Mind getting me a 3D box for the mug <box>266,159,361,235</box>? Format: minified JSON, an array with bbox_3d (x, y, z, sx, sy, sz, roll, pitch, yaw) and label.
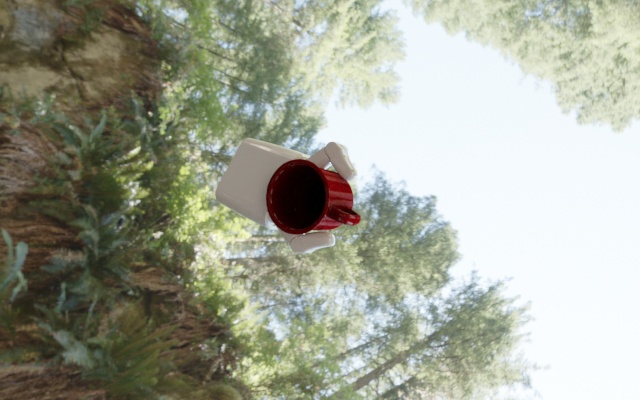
[{"bbox_3d":[0.001,0.002,0.610,0.117,0.093,0.081,24,9,30],"label":"mug"}]
